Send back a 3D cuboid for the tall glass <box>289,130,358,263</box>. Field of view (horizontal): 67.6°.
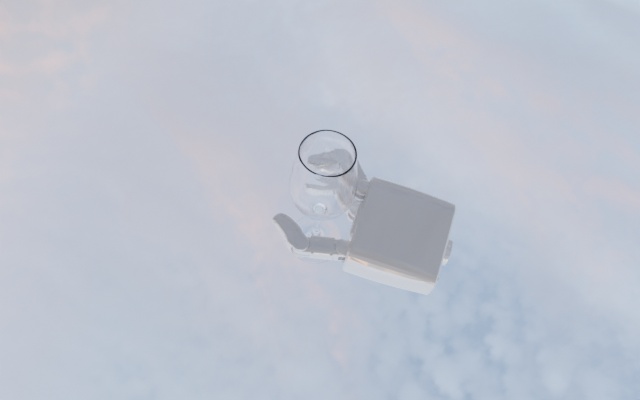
[{"bbox_3d":[0.000,0.002,0.577,0.079,0.079,0.201,0,-31,-5],"label":"tall glass"}]
